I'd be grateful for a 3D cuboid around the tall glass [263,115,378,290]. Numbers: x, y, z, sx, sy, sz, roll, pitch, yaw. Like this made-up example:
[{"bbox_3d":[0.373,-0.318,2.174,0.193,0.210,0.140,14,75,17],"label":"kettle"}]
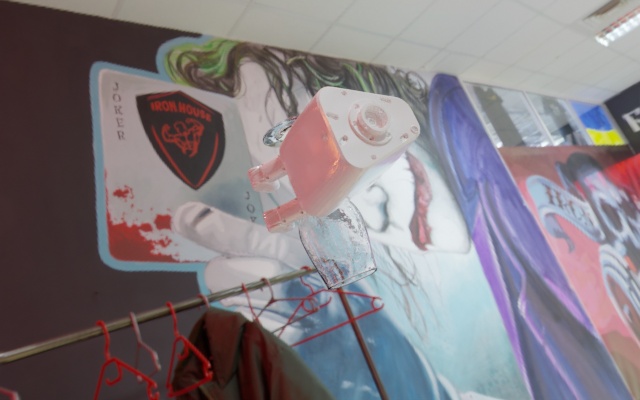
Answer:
[{"bbox_3d":[0.000,0.001,0.569,0.079,0.201,0.079,-21,-15,-6],"label":"tall glass"}]
